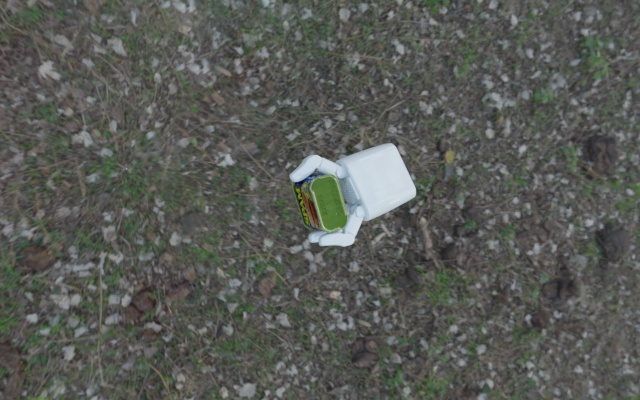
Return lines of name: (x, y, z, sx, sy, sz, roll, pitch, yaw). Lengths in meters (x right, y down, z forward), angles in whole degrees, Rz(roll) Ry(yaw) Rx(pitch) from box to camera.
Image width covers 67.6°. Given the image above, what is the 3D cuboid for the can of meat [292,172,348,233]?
can of meat: (0.000, 0.003, 0.814, 0.057, 0.102, 0.084, -20, 11, -20)
